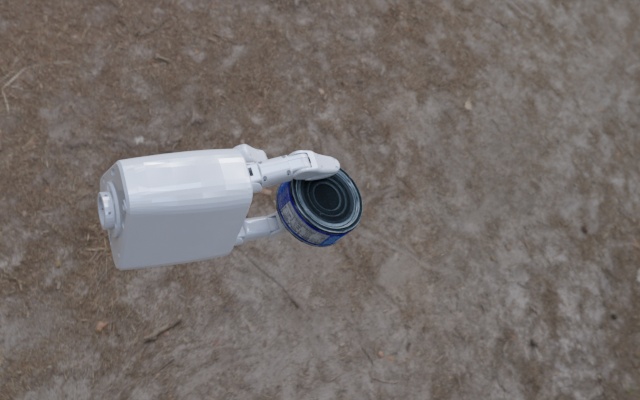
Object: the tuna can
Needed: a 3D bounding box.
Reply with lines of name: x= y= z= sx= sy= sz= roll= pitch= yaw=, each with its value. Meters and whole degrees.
tuna can: x=0.000 y=0.001 z=0.484 sx=0.086 sy=0.086 sz=0.034 roll=0 pitch=-27 yaw=-34
